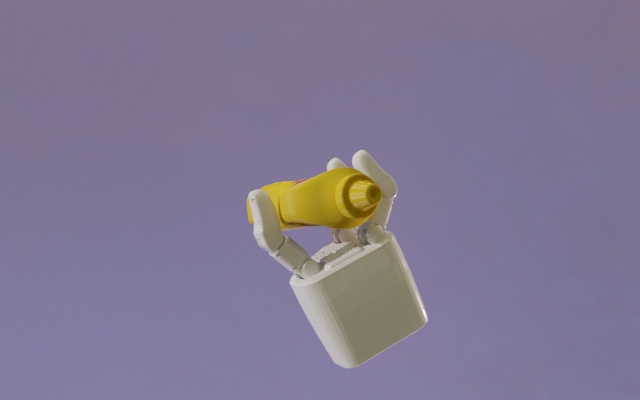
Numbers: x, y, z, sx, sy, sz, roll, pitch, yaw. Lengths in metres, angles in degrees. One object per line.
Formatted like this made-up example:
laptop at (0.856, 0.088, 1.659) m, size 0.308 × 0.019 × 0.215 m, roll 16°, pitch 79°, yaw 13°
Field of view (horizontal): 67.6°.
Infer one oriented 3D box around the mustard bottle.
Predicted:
mustard bottle at (0.000, 0.001, 0.488) m, size 0.096 × 0.058 × 0.191 m, roll -4°, pitch -2°, yaw -29°
